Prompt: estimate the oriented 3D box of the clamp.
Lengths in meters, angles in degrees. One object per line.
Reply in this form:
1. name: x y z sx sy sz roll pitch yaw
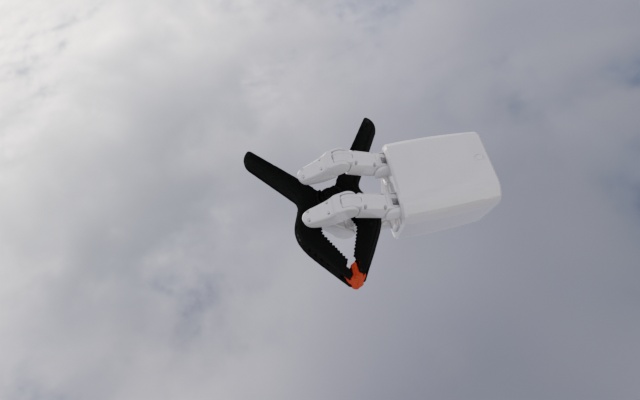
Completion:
1. clamp: 0.000 0.003 0.535 0.164 0.209 0.036 -11 -33 1
